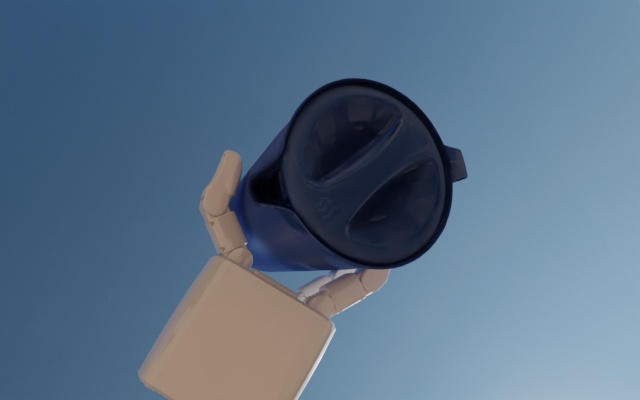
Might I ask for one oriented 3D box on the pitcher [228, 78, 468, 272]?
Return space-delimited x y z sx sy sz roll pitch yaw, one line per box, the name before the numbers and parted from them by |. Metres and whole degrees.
pitcher | 0.000 0.002 0.428 0.149 0.145 0.243 36 -23 -13
